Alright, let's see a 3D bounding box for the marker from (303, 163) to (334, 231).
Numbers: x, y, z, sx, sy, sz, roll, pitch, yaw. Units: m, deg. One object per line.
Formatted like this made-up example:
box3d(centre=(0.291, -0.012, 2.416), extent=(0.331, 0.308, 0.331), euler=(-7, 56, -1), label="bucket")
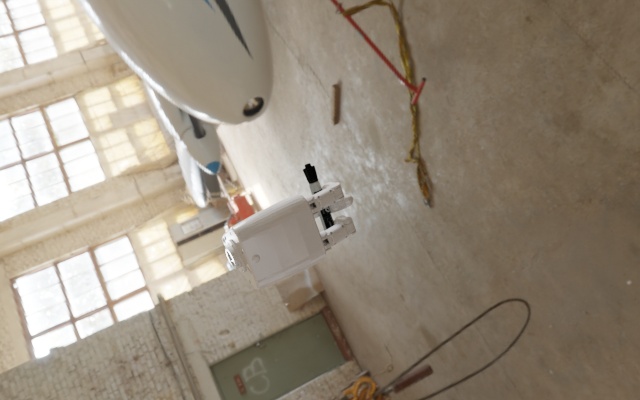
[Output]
box3d(centre=(0.000, 0.002, 0.714), extent=(0.020, 0.121, 0.020), euler=(-18, 13, 4), label="marker")
